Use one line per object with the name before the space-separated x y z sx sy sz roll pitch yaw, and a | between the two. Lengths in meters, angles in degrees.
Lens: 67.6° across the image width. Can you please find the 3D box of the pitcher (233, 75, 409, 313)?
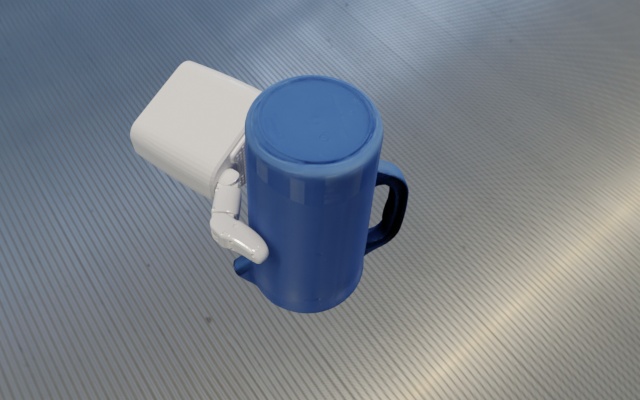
pitcher | 0.000 0.001 0.463 0.145 0.149 0.243 28 -31 14
